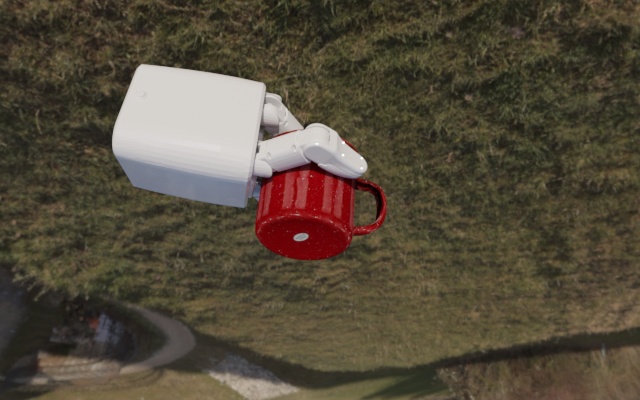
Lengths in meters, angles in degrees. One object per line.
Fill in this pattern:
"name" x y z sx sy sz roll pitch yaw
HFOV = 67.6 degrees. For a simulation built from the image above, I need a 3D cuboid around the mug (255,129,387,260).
"mug" 0.001 0.002 0.415 0.117 0.081 0.093 10 -34 -8
